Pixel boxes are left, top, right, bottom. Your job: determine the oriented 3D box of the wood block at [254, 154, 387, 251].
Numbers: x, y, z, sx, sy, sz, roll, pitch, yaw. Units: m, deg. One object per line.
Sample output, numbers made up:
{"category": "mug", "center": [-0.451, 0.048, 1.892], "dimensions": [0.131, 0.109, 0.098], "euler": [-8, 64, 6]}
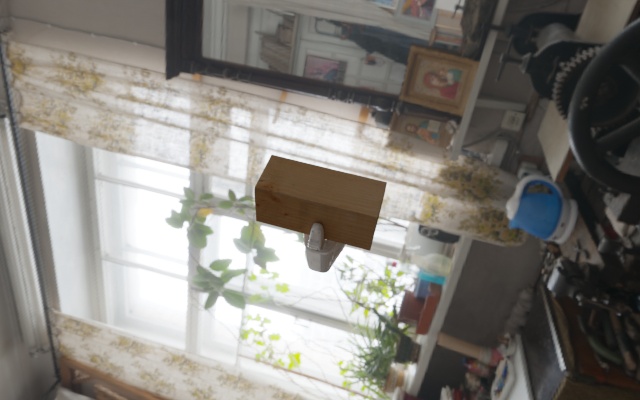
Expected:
{"category": "wood block", "center": [0.000, 0.003, 0.820], "dimensions": [0.206, 0.090, 0.090], "euler": [14, -42, 7]}
